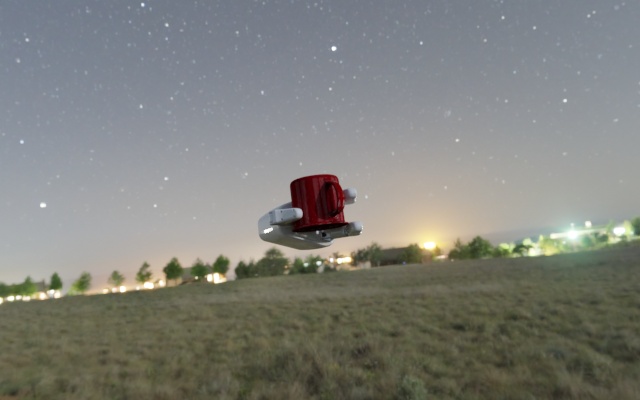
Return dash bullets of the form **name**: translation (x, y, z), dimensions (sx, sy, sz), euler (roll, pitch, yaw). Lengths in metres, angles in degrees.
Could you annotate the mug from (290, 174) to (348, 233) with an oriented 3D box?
- **mug**: translation (0.001, 0.002, 0.768), dimensions (0.093, 0.081, 0.117), euler (-3, -10, -30)
